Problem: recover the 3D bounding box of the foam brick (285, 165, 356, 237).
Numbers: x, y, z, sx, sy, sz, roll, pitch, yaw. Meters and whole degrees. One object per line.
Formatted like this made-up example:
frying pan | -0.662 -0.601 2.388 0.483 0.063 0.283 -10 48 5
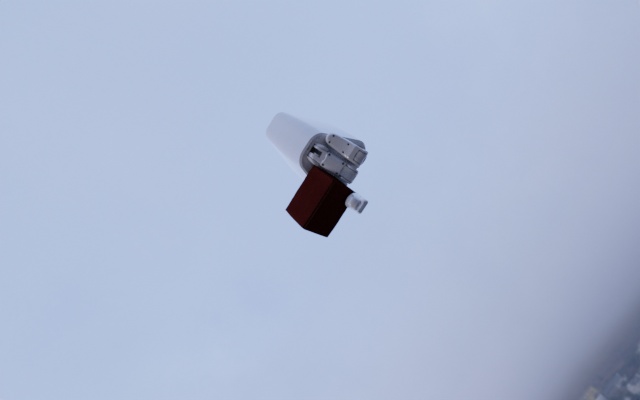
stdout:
foam brick | 0.000 0.002 0.659 0.053 0.078 0.051 27 9 -46
